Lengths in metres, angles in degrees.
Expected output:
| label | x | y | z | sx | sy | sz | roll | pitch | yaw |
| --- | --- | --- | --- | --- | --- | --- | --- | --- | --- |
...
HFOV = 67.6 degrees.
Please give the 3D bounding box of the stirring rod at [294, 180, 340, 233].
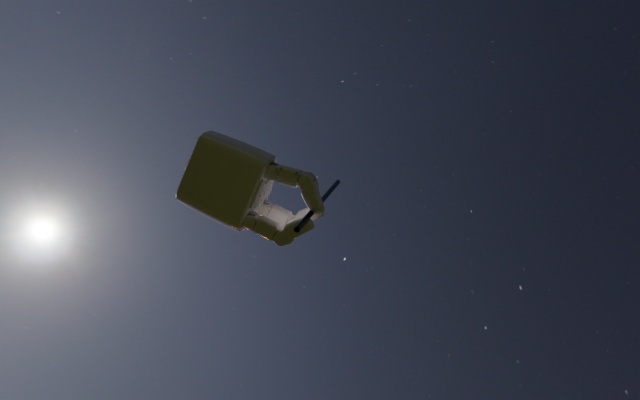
| label | x | y | z | sx | sy | sz | roll | pitch | yaw |
| --- | --- | --- | --- | --- | --- | --- | --- | --- | --- |
| stirring rod | 0.000 | 0.002 | 0.710 | 0.011 | 0.011 | 0.239 | 0 | 17 | 15 |
